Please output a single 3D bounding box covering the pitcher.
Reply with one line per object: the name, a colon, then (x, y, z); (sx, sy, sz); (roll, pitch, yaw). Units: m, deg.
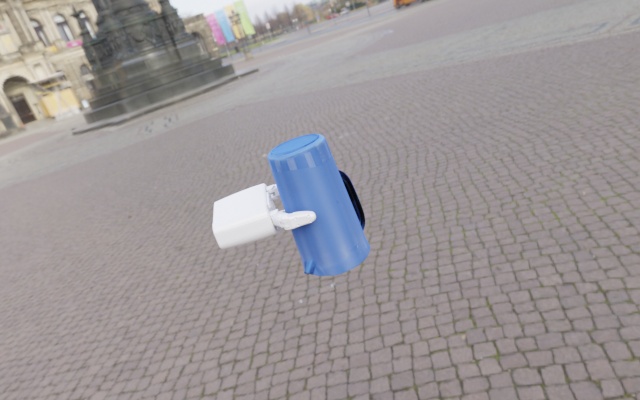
pitcher: (0.000, 0.003, 0.879); (0.145, 0.243, 0.149); (-19, 20, 2)
